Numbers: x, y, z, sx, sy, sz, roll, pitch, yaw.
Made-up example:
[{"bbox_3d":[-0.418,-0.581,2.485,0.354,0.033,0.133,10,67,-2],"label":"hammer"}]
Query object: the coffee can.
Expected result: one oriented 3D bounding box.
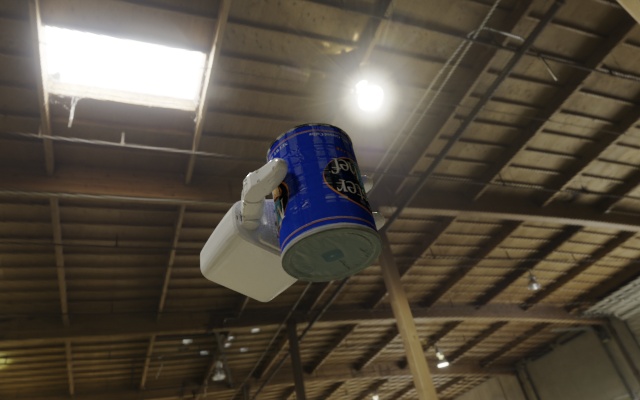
[{"bbox_3d":[0.000,0.002,0.516,0.103,0.140,0.103,-8,-36,-6],"label":"coffee can"}]
